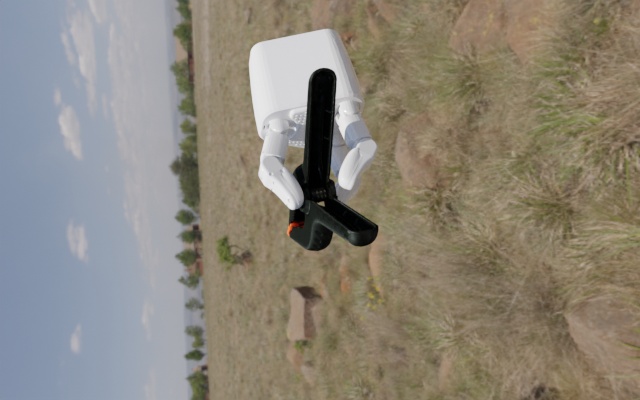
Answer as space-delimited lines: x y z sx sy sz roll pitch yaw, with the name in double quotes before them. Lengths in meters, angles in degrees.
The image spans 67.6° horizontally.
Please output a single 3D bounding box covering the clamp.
"clamp" -0.001 0.002 0.471 0.036 0.164 0.210 -6 -29 -17
